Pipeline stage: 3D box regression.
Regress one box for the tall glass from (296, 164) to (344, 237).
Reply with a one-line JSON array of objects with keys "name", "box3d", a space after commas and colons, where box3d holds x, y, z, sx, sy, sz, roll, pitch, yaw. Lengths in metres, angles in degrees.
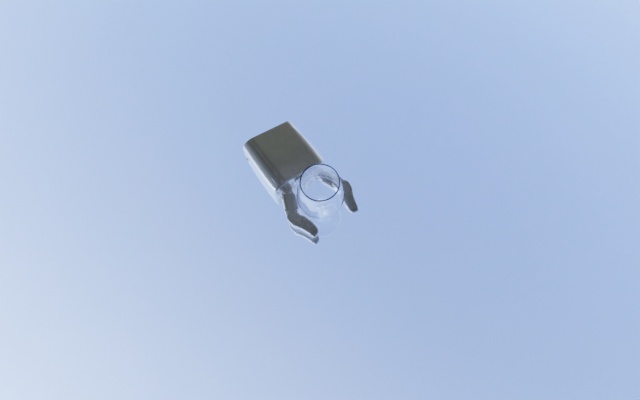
[{"name": "tall glass", "box3d": [0.000, 0.003, 0.815, 0.079, 0.079, 0.201, 0, -18, 0]}]
